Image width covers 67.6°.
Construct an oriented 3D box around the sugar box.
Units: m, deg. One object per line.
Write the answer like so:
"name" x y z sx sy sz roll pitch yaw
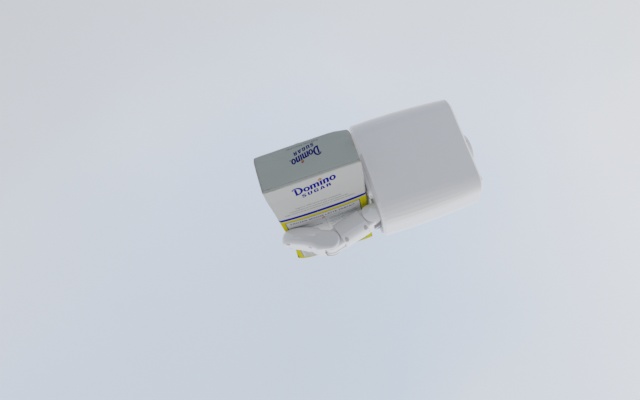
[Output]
"sugar box" 0.000 0.001 0.496 0.093 0.048 0.176 -18 -30 0
